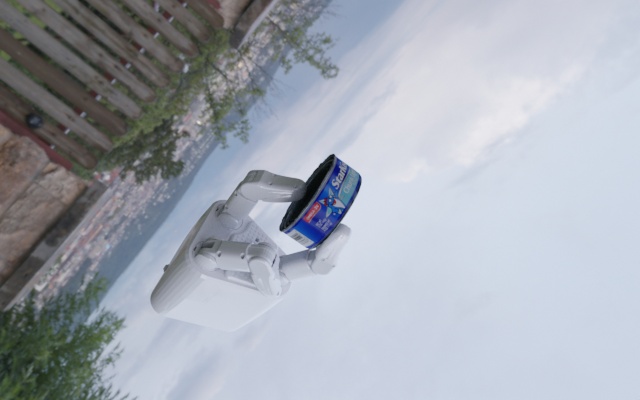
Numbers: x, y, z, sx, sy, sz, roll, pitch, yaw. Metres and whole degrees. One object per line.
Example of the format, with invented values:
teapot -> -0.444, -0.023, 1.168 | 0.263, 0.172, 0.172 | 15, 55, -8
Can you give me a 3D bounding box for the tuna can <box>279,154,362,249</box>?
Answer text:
tuna can -> 0.001, 0.002, 0.437 | 0.034, 0.086, 0.086 | 35, -8, -11
